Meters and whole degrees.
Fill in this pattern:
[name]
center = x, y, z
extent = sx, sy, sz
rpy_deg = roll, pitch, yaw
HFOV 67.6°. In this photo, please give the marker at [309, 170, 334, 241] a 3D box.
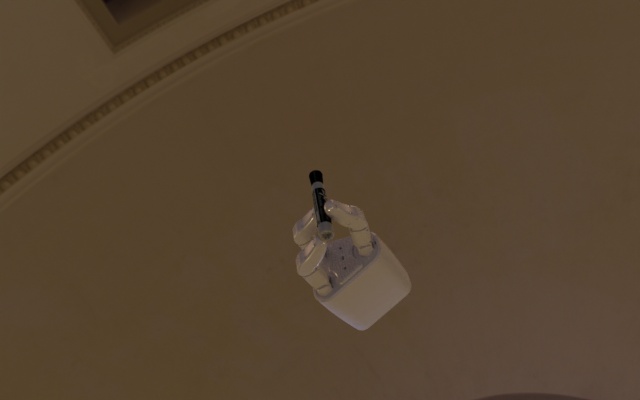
[marker]
center = 0.000, 0.002, 0.613
extent = 0.020, 0.020, 0.121
rpy_deg = 0, 42, -10
